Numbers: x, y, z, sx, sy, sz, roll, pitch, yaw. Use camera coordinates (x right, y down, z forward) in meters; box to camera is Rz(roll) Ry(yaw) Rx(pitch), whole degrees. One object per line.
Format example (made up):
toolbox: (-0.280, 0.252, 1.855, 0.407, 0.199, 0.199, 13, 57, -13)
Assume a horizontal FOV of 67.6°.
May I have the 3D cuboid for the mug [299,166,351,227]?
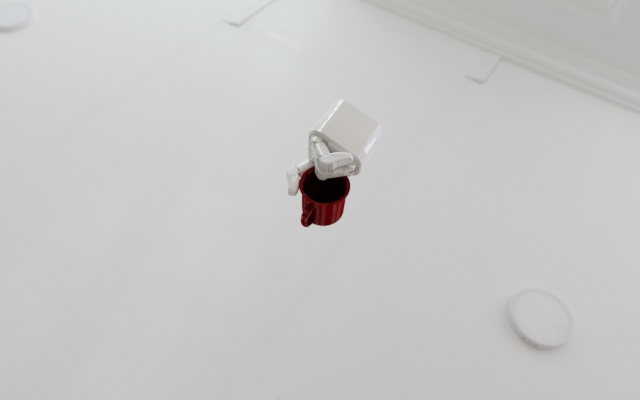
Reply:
mug: (-0.001, 0.004, 0.882, 0.093, 0.117, 0.082, 26, -32, 15)
